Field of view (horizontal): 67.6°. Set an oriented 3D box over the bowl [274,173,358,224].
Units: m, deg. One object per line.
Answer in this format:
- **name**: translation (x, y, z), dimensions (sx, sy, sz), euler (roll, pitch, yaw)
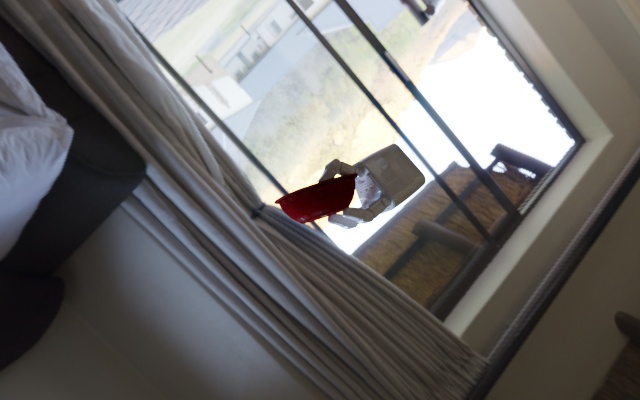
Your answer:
- **bowl**: translation (-0.001, 0.004, 0.868), dimensions (0.162, 0.055, 0.162), euler (-18, -5, -1)
